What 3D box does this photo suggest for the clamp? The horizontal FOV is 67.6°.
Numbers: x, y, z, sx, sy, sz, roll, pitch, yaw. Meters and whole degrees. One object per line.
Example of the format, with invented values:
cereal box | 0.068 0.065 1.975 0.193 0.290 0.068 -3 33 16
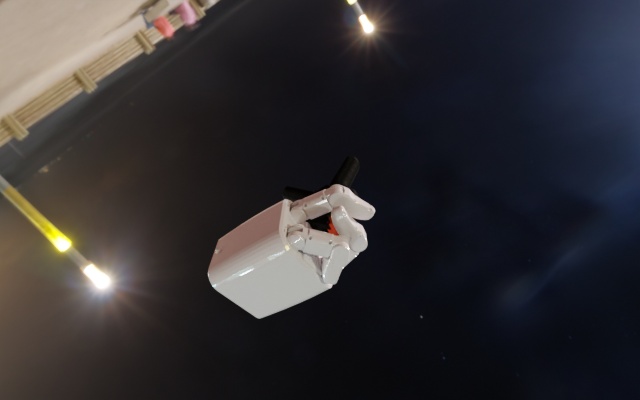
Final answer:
clamp | 0.000 0.003 0.637 0.120 0.039 0.171 -27 24 15
